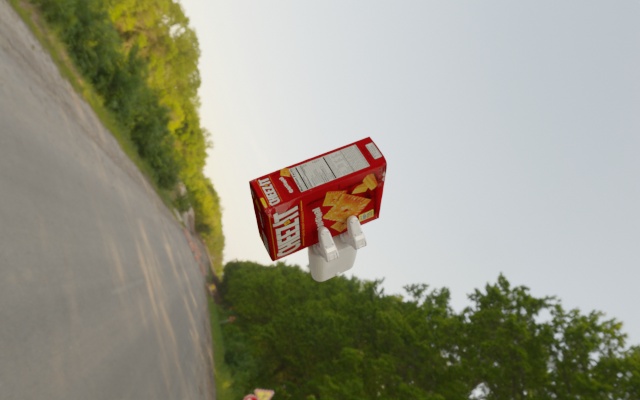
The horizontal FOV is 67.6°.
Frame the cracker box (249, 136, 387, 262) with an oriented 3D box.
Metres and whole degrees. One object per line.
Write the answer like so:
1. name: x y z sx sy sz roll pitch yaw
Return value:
1. cracker box: 0.000 0.002 0.797 0.213 0.072 0.164 -22 -32 -15
